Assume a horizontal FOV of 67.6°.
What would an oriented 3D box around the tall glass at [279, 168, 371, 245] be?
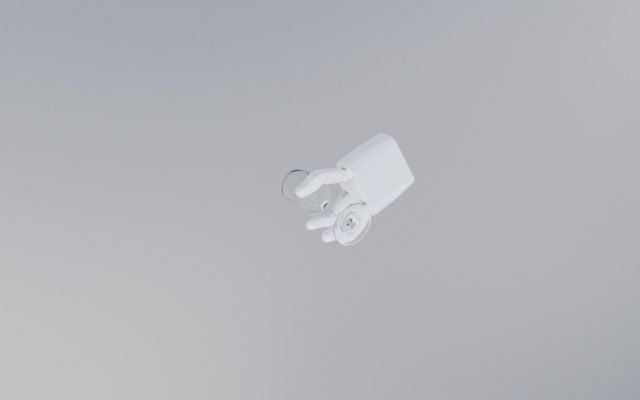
[{"bbox_3d":[0.000,0.003,0.847,0.079,0.079,0.201,0,21,-35],"label":"tall glass"}]
